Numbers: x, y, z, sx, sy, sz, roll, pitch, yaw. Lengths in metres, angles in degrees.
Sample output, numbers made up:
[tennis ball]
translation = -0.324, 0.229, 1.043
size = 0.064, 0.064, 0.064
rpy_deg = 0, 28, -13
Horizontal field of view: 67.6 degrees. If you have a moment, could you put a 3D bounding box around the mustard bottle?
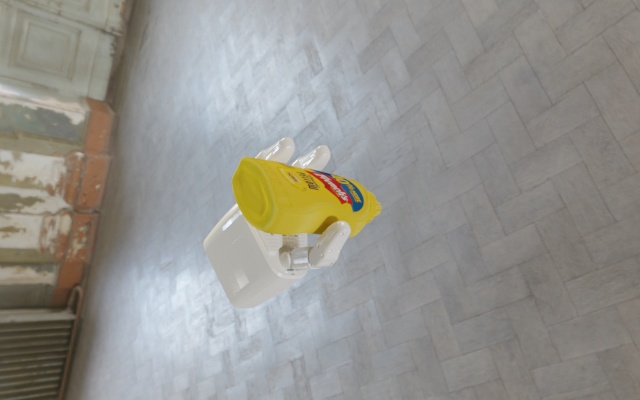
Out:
[mustard bottle]
translation = 0.000, 0.002, 0.547
size = 0.191, 0.058, 0.096
rpy_deg = 8, 31, -41
